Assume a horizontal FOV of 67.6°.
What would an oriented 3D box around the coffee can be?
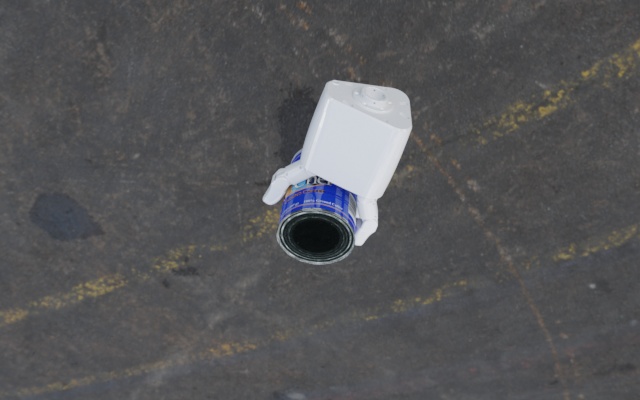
[{"bbox_3d":[0.000,0.002,0.661,0.103,0.103,0.140,0,42,7],"label":"coffee can"}]
